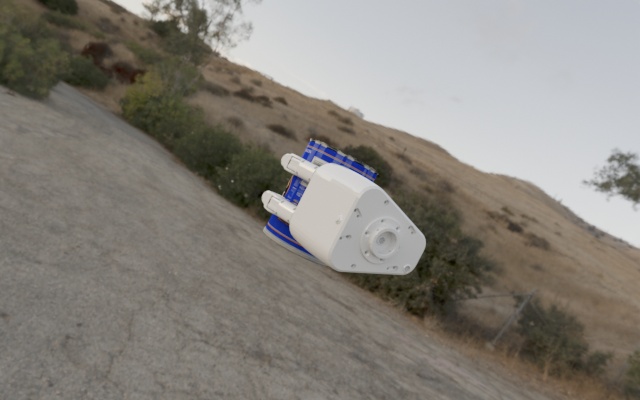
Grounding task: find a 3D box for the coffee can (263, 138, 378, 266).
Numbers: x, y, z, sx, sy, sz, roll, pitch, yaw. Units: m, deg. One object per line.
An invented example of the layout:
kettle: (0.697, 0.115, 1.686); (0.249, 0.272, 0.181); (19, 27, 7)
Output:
coffee can: (0.000, 0.002, 0.640); (0.103, 0.140, 0.103); (27, 3, -1)
